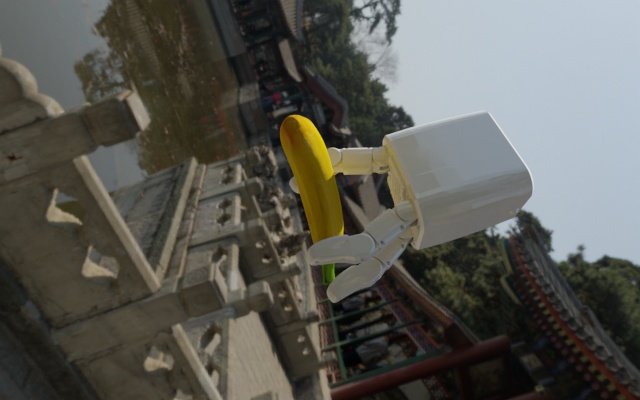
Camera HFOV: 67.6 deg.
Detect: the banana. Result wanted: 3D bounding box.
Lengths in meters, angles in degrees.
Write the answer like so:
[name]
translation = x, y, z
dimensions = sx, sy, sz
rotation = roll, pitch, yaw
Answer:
[banana]
translation = -0.002, -0.009, 0.432
dimensions = 0.037, 0.198, 0.069
rotation = -15, 43, 1
